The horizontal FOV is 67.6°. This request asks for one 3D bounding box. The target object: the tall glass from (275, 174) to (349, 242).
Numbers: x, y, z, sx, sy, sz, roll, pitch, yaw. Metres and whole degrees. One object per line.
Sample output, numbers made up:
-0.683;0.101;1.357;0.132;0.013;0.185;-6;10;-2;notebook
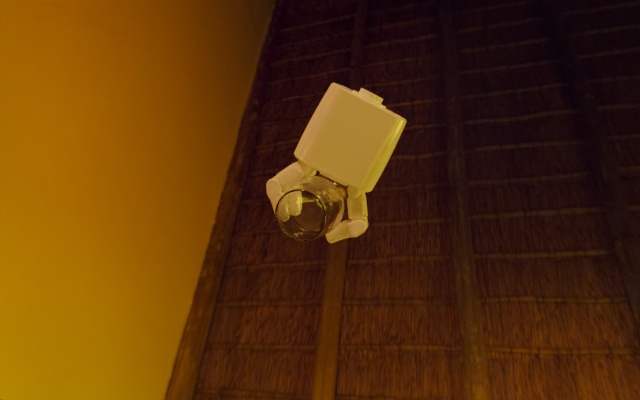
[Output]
0.000;0.002;0.645;0.079;0.079;0.201;0;9;14;tall glass
